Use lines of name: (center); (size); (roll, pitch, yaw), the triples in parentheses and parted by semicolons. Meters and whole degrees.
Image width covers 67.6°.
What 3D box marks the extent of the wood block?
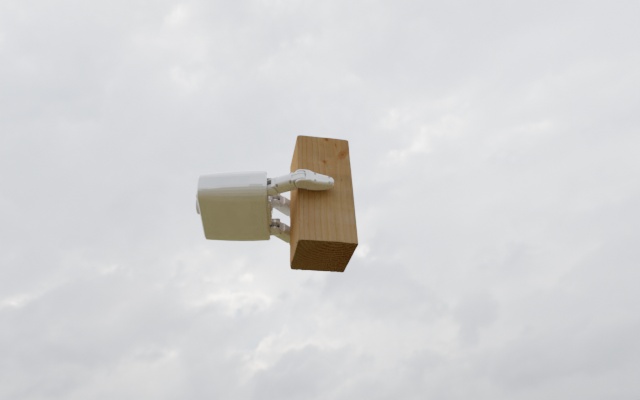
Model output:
wood block: (0.000, 0.002, 0.773); (0.090, 0.206, 0.091); (5, -37, -10)
